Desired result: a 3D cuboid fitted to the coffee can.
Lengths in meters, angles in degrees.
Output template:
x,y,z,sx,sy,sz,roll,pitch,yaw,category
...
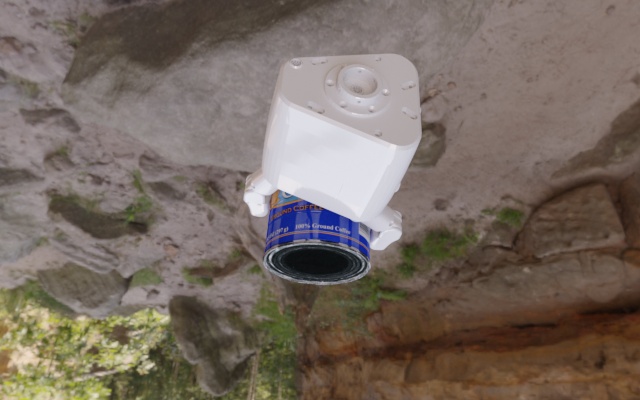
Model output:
x,y,z,sx,sy,sz,roll,pitch,yaw,category
0.000,0.002,0.486,0.103,0.140,0.103,3,-30,2,coffee can
